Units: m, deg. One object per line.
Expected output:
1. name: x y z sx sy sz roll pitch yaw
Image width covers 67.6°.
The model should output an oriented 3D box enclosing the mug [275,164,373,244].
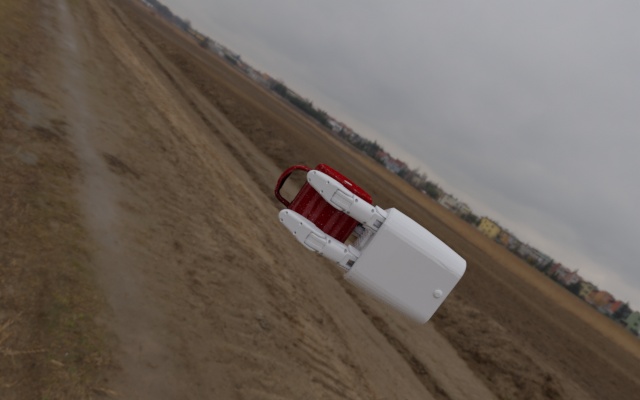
1. mug: -0.001 0.001 0.586 0.117 0.081 0.093 34 8 -4
